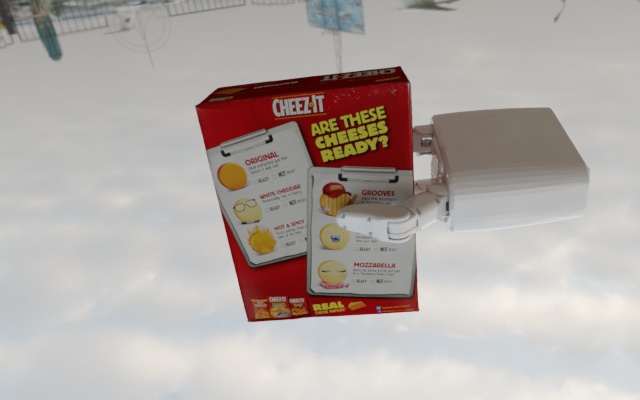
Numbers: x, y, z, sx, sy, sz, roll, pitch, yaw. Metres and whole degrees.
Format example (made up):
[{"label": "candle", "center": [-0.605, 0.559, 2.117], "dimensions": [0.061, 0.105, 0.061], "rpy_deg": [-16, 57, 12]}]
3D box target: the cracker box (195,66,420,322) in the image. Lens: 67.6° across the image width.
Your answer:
[{"label": "cracker box", "center": [0.000, 0.002, 0.425], "dimensions": [0.164, 0.214, 0.072], "rpy_deg": [-5, 26, 6]}]
